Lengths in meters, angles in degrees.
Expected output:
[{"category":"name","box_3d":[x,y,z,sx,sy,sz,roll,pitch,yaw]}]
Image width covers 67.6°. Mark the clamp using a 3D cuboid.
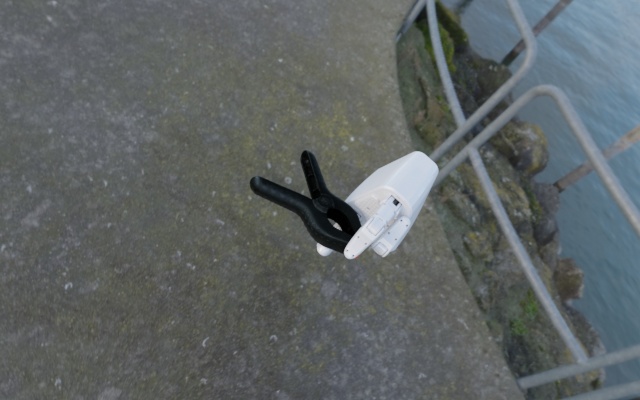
[{"category":"clamp","box_3d":[0.000,0.002,0.647,0.120,0.171,0.039,-46,-4,-39]}]
